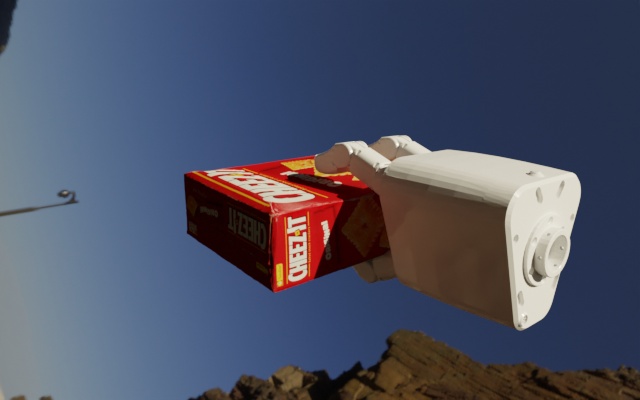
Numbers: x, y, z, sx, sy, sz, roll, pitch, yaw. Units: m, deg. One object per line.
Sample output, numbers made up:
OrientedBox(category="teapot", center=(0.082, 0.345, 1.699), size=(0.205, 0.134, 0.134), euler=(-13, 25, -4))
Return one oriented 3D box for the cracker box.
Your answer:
OrientedBox(category="cracker box", center=(0.000, 0.002, 0.465), size=(0.213, 0.072, 0.164), euler=(-12, 20, -36))
